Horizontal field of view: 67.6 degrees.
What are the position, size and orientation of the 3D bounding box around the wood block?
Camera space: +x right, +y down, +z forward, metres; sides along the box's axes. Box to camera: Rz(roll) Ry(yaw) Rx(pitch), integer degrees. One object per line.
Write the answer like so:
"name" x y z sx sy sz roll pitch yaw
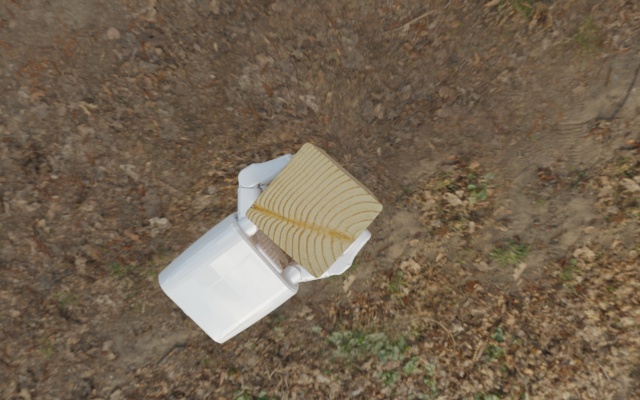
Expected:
"wood block" 0.000 0.002 0.520 0.091 0.090 0.206 42 6 0
